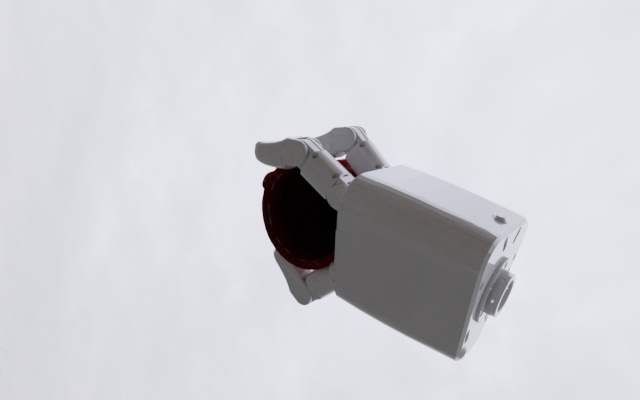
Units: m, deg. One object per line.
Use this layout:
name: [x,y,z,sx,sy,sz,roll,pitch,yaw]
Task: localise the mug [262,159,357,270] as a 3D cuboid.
mug: [-0.001,0.001,0.430,0.117,0.093,0.081,27,24,31]
